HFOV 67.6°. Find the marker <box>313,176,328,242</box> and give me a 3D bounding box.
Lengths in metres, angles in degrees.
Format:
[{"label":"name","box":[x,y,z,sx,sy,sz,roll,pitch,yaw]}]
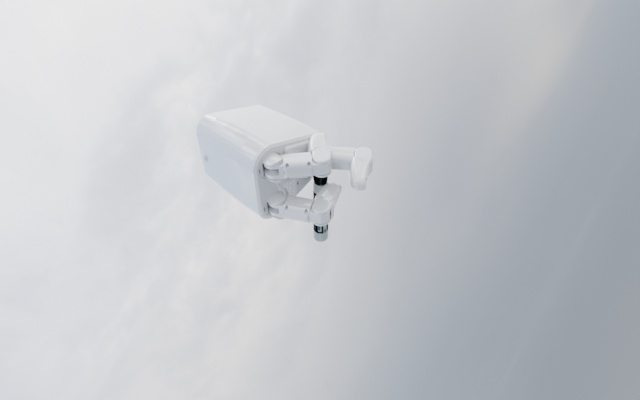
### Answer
[{"label":"marker","box":[0.000,0.002,0.573,0.020,0.121,0.020,0,42,0]}]
